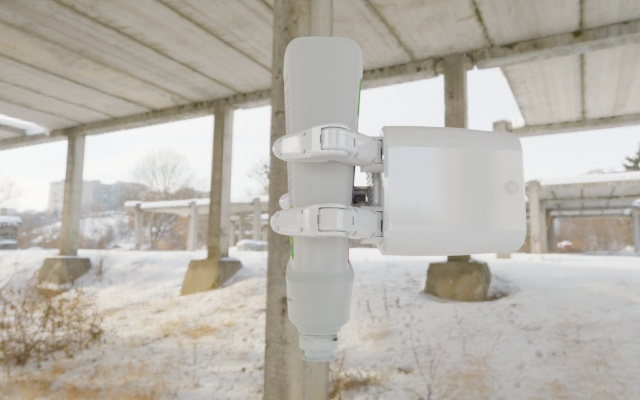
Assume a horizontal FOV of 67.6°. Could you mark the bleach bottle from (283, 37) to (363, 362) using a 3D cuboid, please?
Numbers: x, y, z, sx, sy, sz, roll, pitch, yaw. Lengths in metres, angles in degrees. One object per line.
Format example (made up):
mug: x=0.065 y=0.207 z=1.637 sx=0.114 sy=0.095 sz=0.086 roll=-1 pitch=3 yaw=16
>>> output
bleach bottle: x=0.000 y=0.001 z=0.401 sx=0.068 sy=0.251 sz=0.102 roll=1 pitch=-7 yaw=-1
